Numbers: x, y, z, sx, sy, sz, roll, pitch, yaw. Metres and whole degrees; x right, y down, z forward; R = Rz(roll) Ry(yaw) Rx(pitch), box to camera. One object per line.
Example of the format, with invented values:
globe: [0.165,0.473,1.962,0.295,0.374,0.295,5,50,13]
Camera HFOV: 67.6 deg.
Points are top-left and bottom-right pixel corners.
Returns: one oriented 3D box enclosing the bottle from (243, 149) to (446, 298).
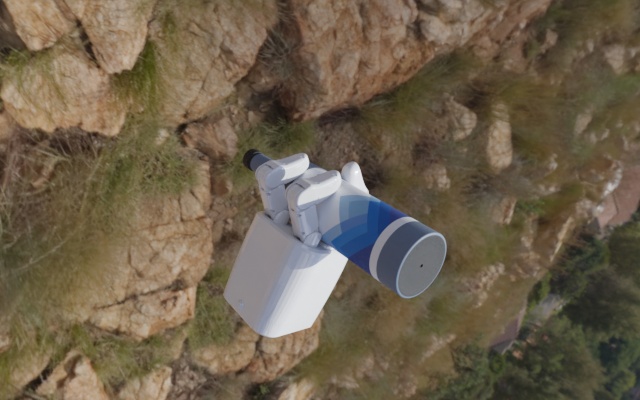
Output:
bottle: [0.000,0.002,0.525,0.069,0.069,0.295,0,23,-42]
